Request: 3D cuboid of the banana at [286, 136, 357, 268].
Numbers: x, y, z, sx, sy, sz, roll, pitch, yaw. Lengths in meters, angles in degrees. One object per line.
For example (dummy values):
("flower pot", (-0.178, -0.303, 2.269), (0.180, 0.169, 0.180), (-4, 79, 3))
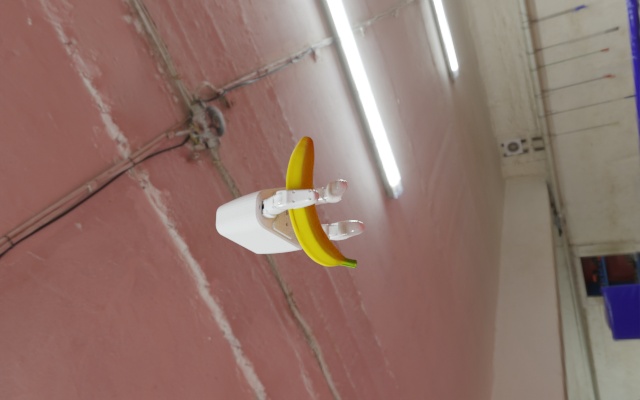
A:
("banana", (-0.013, 0.010, 0.663), (0.069, 0.198, 0.037), (-18, -1, -36))
